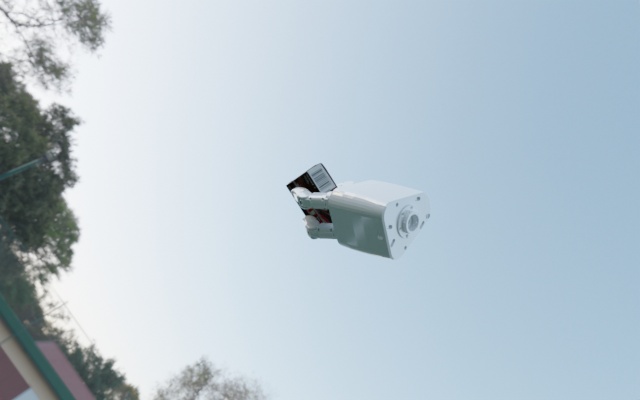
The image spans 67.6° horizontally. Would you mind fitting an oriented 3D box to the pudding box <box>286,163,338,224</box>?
[{"bbox_3d":[0.000,0.003,0.796,0.039,0.113,0.090,-32,2,-30],"label":"pudding box"}]
